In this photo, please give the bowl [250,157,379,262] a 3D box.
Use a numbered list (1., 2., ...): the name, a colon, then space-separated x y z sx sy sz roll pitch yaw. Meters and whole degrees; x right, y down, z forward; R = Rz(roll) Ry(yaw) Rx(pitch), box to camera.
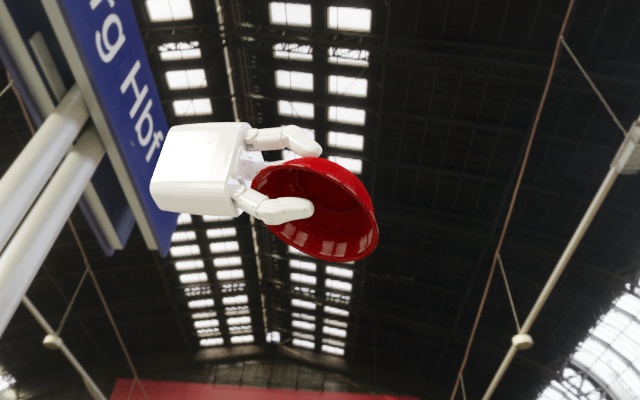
1. bowl: 0.001 0.002 0.567 0.162 0.162 0.055 0 44 34
